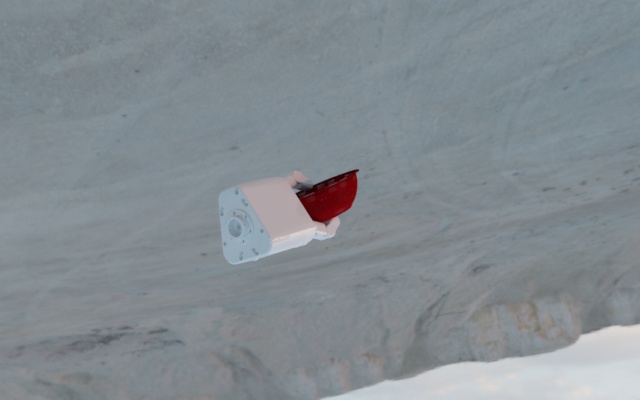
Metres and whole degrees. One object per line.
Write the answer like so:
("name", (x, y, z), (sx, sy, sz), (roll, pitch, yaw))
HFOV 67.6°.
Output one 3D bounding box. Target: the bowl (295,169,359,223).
("bowl", (0.001, 0.003, 0.802), (0.162, 0.055, 0.162), (-23, 6, 3))
